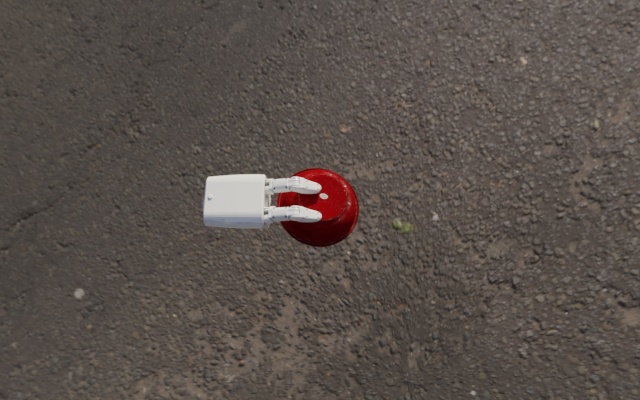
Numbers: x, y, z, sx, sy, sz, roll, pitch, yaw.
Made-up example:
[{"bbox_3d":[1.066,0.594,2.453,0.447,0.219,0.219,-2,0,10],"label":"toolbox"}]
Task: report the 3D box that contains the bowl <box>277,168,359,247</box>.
[{"bbox_3d":[0.001,0.003,0.897,0.162,0.162,0.055,0,-20,-10],"label":"bowl"}]
